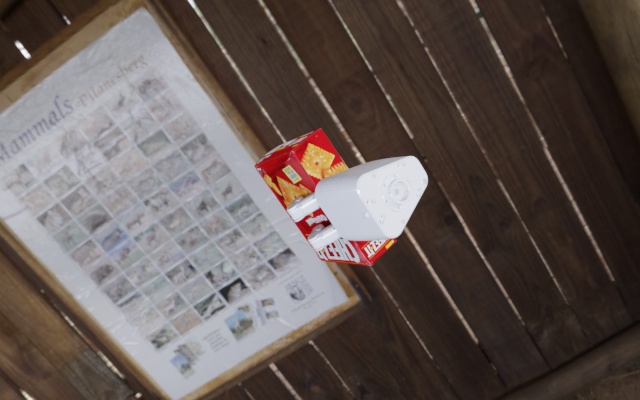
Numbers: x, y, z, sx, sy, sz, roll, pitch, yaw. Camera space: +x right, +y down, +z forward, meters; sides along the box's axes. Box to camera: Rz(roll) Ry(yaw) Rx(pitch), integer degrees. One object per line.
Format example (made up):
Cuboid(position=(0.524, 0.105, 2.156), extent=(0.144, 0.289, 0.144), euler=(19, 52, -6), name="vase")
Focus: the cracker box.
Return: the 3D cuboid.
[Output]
Cuboid(position=(0.000, 0.002, 0.770), extent=(0.072, 0.214, 0.164), euler=(-40, 15, -24), name="cracker box")
